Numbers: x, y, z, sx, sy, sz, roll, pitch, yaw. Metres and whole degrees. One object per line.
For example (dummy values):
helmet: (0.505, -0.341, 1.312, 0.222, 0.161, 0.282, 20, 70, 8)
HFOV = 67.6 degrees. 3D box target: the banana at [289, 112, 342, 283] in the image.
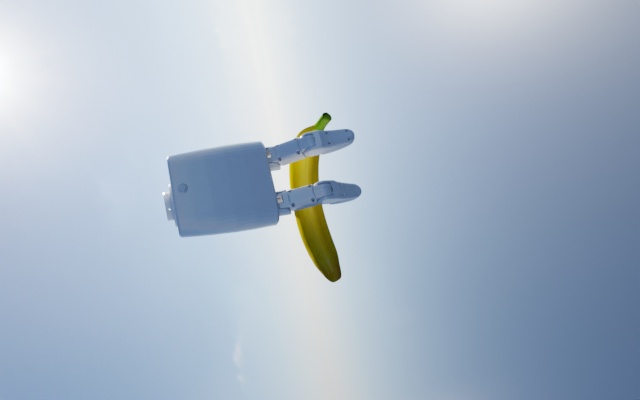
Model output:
banana: (-0.009, -0.001, 0.575, 0.037, 0.198, 0.069, -7, 3, -29)
